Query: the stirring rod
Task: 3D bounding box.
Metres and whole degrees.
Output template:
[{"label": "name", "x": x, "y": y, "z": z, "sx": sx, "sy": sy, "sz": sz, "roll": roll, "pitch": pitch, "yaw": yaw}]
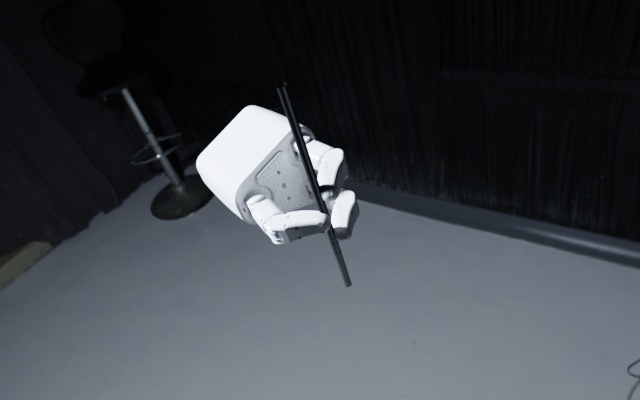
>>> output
[{"label": "stirring rod", "x": 0.000, "y": 0.001, "z": 0.438, "sx": 0.011, "sy": 0.240, "sz": 0.011, "roll": -11, "pitch": 40, "yaw": 9}]
